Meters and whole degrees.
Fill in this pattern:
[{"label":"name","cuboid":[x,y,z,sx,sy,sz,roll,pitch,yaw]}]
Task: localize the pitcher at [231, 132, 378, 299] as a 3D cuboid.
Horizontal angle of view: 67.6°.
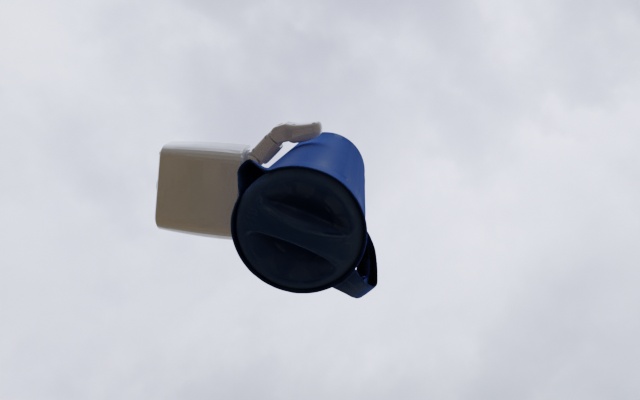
[{"label":"pitcher","cuboid":[0.000,0.002,0.564,0.145,0.149,0.242,4,20,7]}]
